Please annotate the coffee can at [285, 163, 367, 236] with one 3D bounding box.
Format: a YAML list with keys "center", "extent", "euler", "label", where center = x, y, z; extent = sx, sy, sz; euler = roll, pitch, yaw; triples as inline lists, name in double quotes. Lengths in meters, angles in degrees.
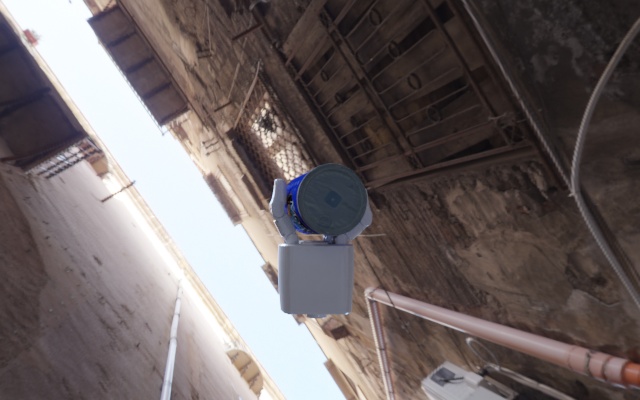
- center: [0.000, 0.002, 0.740]
  extent: [0.103, 0.103, 0.140]
  euler: [0, -3, -15]
  label: "coffee can"
